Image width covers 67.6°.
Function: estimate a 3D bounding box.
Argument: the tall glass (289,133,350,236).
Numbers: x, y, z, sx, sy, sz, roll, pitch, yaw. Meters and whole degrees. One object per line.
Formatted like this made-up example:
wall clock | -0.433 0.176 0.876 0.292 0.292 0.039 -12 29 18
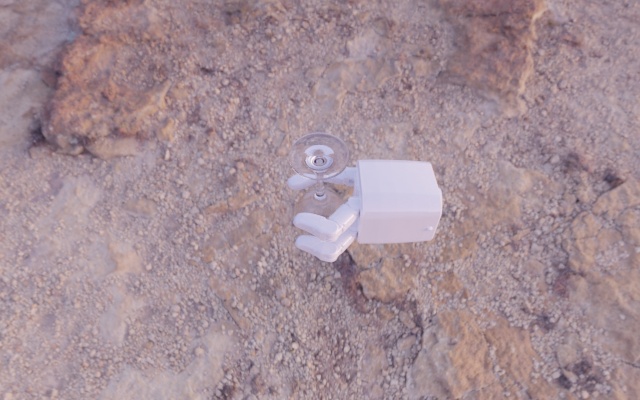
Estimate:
tall glass | 0.000 0.002 0.656 0.079 0.079 0.201 0 -35 1
